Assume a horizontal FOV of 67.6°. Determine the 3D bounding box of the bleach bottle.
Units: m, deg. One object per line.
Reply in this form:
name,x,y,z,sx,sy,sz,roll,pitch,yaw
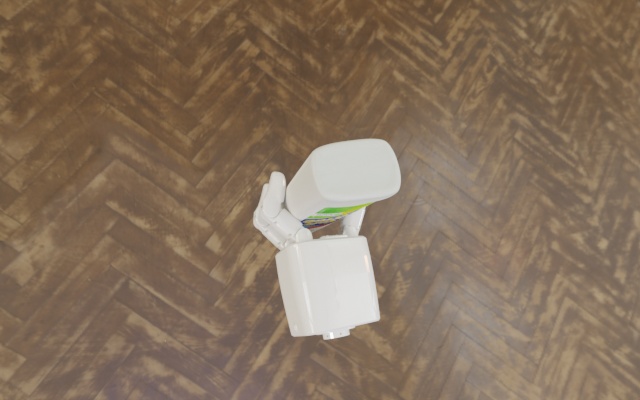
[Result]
bleach bottle,0.000,0.002,0.605,0.102,0.068,0.251,-8,-13,-20
